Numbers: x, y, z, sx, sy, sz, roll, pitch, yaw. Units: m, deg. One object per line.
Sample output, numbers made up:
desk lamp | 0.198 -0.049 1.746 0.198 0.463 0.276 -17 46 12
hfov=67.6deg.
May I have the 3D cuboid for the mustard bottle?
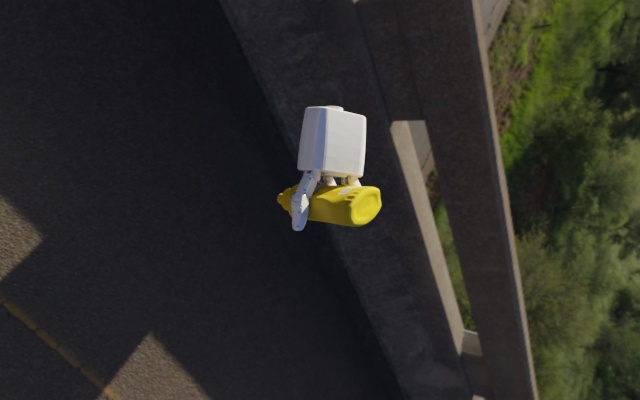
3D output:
mustard bottle | 0.000 0.003 0.818 0.191 0.058 0.096 6 25 38
